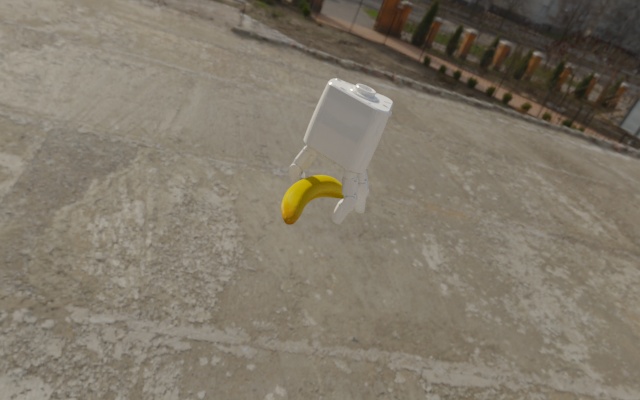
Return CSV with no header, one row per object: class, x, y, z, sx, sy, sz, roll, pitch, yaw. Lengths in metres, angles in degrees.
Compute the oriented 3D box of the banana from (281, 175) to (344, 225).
banana,-0.012,-0.009,0.770,0.069,0.037,0.198,38,29,22
